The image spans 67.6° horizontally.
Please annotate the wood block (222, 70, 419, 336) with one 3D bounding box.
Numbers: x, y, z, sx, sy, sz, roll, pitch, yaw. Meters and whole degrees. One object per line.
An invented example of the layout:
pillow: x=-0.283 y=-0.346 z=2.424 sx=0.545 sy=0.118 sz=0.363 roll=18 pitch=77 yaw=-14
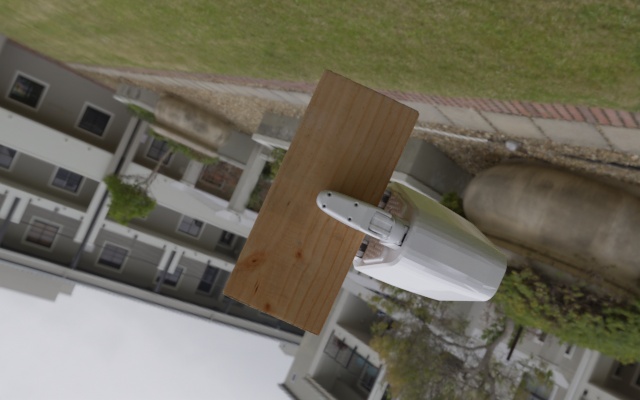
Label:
wood block: x=0.000 y=0.002 z=0.438 sx=0.090 sy=0.206 sz=0.091 roll=24 pitch=-1 yaw=-1
